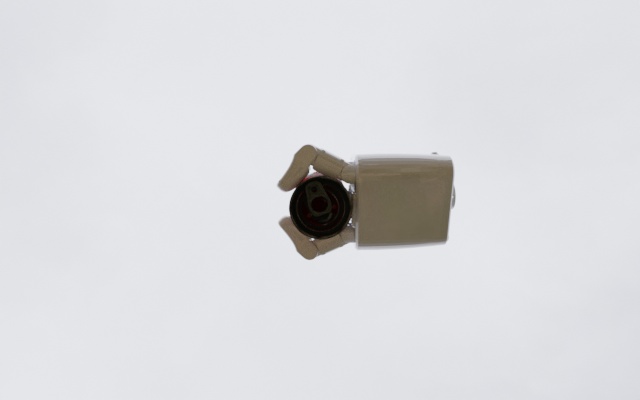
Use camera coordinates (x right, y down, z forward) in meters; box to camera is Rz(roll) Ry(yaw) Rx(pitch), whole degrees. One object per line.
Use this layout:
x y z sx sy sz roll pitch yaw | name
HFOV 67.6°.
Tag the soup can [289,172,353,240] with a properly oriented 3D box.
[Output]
0.000 0.002 0.554 0.068 0.068 0.102 0 7 0 | soup can
